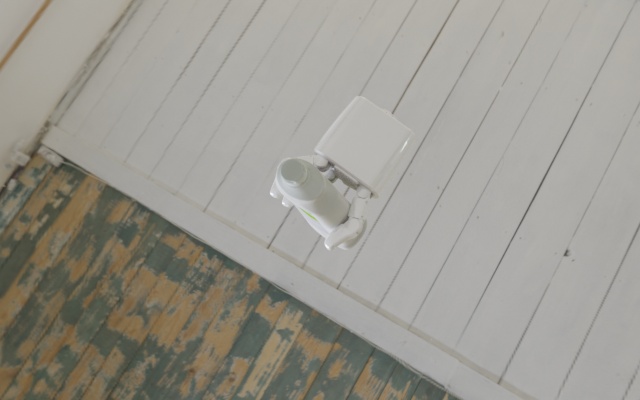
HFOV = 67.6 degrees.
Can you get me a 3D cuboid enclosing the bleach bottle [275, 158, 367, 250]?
[{"bbox_3d":[0.000,0.002,0.682,0.102,0.068,0.251,33,-6,19],"label":"bleach bottle"}]
